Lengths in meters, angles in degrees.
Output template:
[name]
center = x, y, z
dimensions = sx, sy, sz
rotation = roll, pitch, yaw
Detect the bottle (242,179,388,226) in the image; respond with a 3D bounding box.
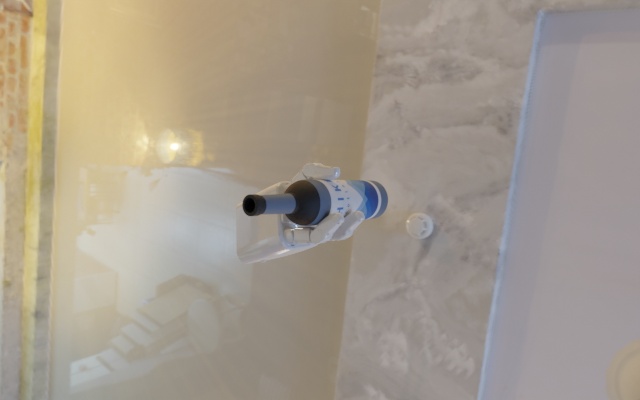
[bottle]
center = 0.000, 0.002, 0.711
dimensions = 0.069, 0.069, 0.296
rotation = 0, 1, 37
